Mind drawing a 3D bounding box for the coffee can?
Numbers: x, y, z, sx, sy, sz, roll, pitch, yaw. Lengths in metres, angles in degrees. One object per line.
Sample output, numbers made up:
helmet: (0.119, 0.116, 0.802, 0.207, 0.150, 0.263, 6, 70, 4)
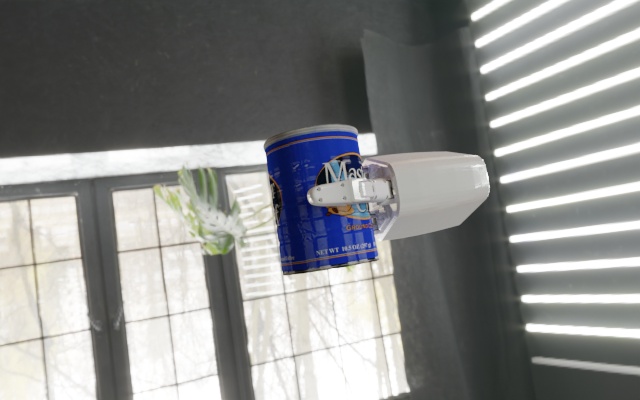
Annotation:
coffee can: (0.000, 0.002, 0.506, 0.103, 0.140, 0.103, -9, -6, -1)
